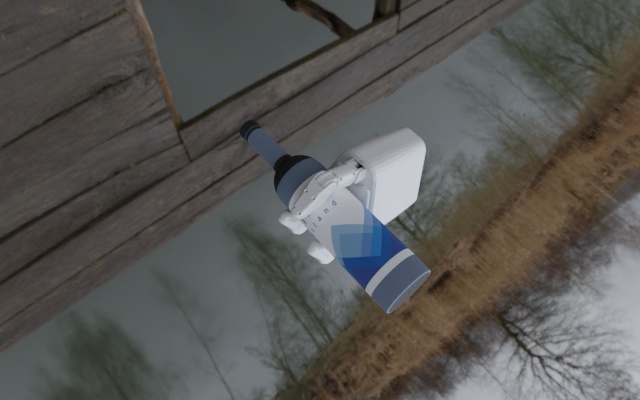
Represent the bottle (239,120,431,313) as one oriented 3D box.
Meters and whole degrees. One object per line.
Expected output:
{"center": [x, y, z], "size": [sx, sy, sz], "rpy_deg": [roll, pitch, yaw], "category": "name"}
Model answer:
{"center": [0.000, 0.002, 0.569], "size": [0.295, 0.069, 0.069], "rpy_deg": [45, 21, 22], "category": "bottle"}
